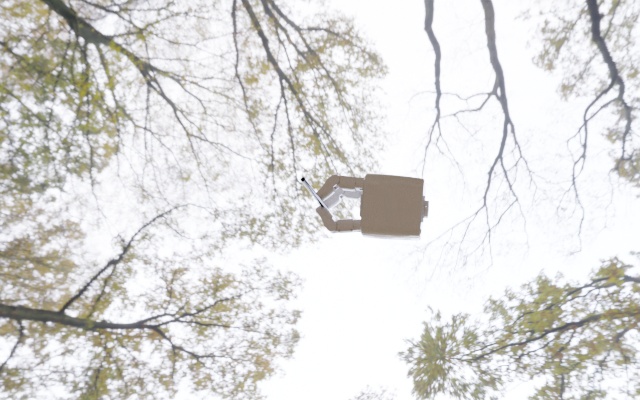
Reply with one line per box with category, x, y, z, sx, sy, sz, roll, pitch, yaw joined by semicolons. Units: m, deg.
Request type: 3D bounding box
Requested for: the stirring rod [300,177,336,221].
stirring rod;0.000;0.003;0.869;0.011;0.011;0.240;0;-18;14
